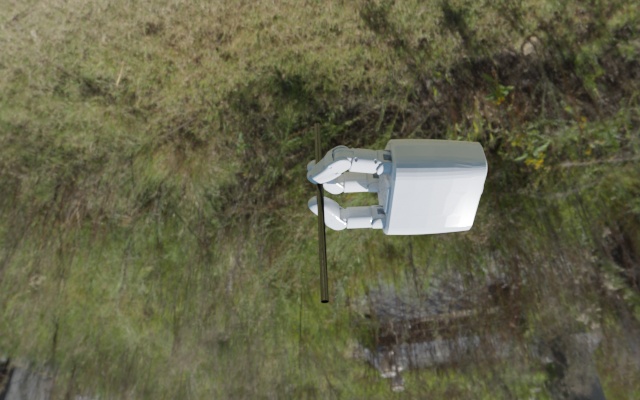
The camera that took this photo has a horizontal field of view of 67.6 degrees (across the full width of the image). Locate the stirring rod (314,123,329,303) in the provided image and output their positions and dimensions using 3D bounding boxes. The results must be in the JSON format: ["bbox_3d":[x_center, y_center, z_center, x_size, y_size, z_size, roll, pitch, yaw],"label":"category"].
[{"bbox_3d":[0.000,0.002,0.541,0.011,0.239,0.011,-2,-35,-1],"label":"stirring rod"}]
